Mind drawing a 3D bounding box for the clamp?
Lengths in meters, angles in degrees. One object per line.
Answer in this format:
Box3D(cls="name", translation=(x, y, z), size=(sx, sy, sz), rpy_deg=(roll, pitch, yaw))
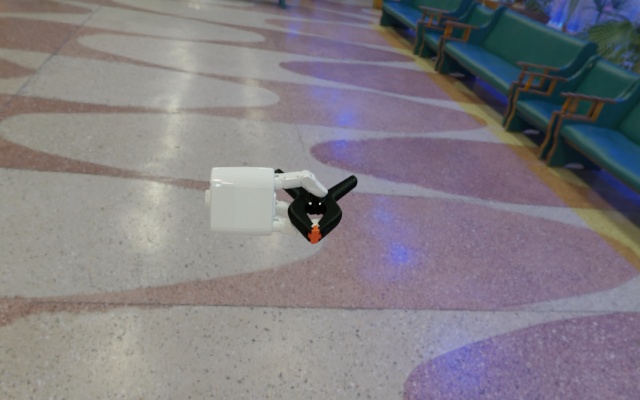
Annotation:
Box3D(cls="clamp", translation=(0.000, 0.002, 0.858), size=(0.164, 0.036, 0.209), rpy_deg=(0, 33, -8))
